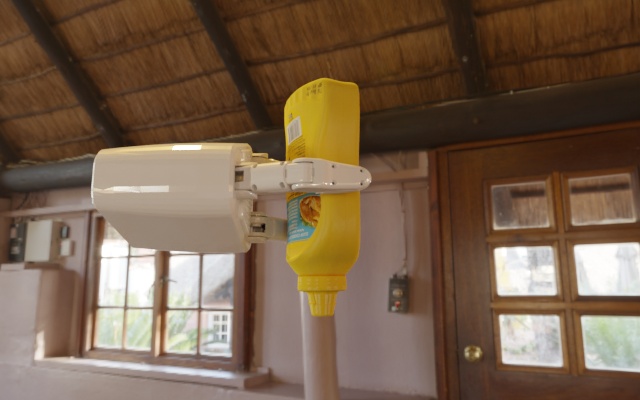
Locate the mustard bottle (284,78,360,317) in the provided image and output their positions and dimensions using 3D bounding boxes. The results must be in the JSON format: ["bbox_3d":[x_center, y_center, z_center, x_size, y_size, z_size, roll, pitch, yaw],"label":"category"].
[{"bbox_3d":[0.000,0.001,0.411,0.058,0.191,0.096,4,-11,-24],"label":"mustard bottle"}]
